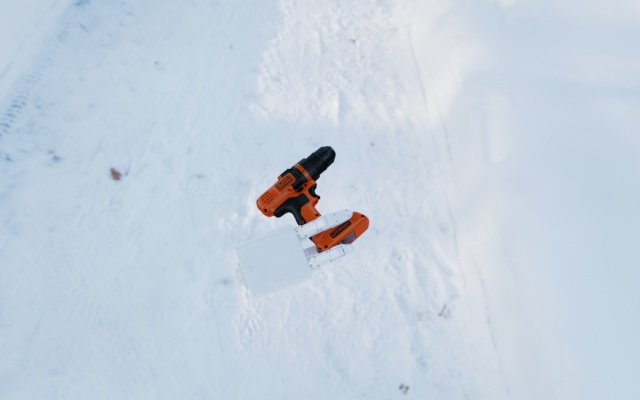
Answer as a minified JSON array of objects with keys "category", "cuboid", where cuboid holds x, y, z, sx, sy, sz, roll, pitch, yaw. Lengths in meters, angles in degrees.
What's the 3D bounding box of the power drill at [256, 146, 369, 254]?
[{"category":"power drill","cuboid":[0.000,0.003,0.873,0.187,0.184,0.057,44,-10,28]}]
